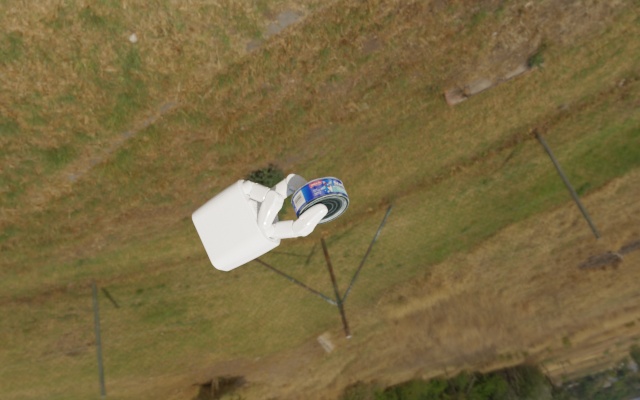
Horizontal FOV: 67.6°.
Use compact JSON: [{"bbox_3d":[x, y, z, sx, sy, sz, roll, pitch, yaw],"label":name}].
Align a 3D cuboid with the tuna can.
[{"bbox_3d":[0.000,0.003,0.738,0.086,0.033,0.086,-17,-30,-10],"label":"tuna can"}]
